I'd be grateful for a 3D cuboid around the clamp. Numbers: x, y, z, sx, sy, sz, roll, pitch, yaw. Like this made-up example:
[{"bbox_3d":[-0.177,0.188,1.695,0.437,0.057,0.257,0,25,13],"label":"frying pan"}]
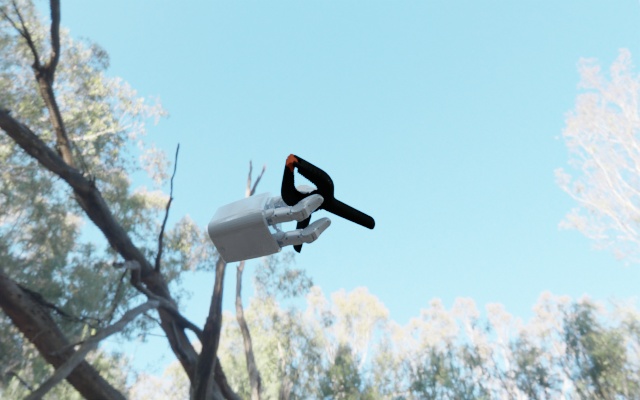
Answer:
[{"bbox_3d":[0.000,0.002,0.846,0.164,0.210,0.036,-14,38,9],"label":"clamp"}]
